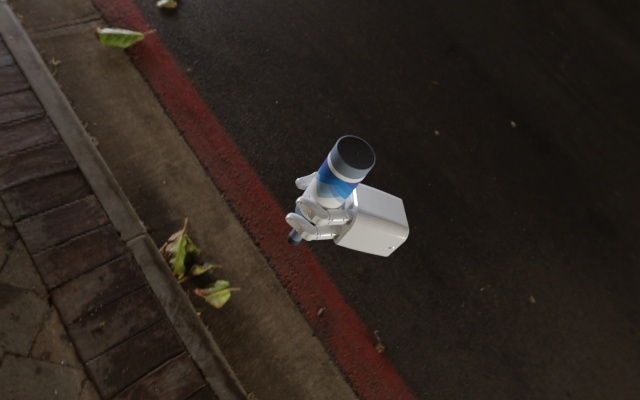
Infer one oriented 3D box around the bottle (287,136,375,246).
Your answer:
[{"bbox_3d":[0.000,0.003,0.841,0.069,0.069,0.296,0,-31,-25],"label":"bottle"}]
